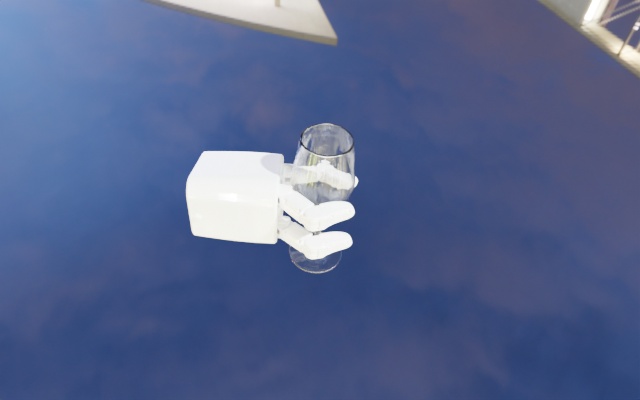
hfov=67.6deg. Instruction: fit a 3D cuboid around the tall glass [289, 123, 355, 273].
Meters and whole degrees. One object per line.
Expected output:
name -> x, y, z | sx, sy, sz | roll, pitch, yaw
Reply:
tall glass -> 0.000, 0.002, 0.606 | 0.079, 0.201, 0.079 | 3, 44, -3
